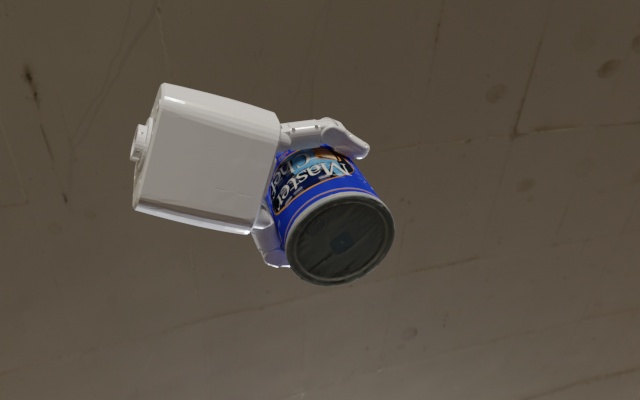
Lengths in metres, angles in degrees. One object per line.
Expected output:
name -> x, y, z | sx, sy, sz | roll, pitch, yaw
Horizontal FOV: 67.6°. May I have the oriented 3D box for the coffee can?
coffee can -> 0.000, 0.002, 0.482 | 0.103, 0.103, 0.140 | 0, 32, -19
